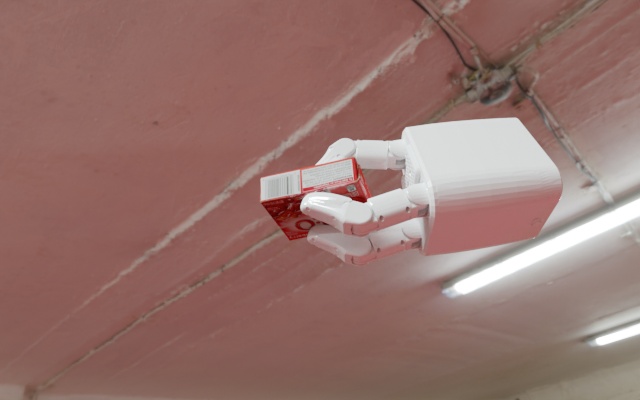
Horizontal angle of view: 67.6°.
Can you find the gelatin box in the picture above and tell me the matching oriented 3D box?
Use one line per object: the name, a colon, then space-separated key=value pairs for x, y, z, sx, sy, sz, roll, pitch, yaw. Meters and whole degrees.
gelatin box: x=0.000 y=0.001 z=0.429 sx=0.089 sy=0.030 sz=0.073 roll=-11 pitch=-34 yaw=13
